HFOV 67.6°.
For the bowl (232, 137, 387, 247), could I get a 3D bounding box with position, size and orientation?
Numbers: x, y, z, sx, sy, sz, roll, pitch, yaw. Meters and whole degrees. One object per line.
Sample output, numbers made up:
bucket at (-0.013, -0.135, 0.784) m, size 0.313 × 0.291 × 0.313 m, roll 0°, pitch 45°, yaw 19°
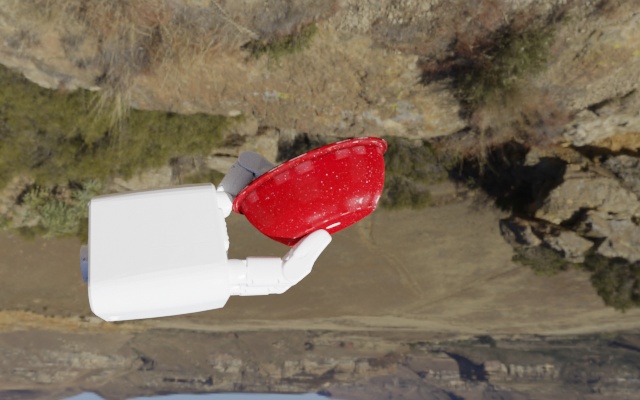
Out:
bowl at (0.001, 0.001, 0.460) m, size 0.162 × 0.055 × 0.162 m, roll -23°, pitch -12°, yaw -5°
